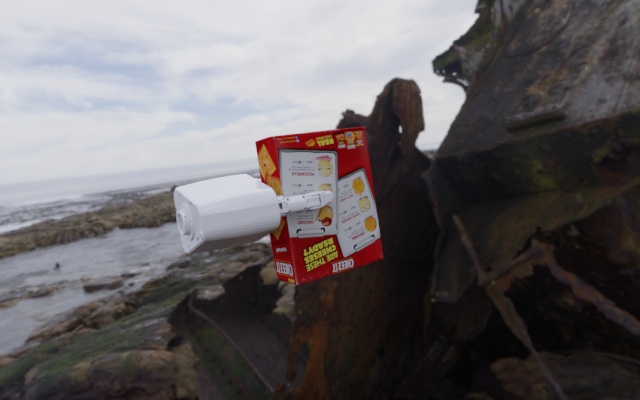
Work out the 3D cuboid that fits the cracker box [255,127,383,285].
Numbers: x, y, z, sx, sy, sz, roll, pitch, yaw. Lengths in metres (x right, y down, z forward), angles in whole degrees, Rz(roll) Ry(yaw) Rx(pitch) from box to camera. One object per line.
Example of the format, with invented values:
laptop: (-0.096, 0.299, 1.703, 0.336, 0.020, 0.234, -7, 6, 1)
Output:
cracker box: (0.000, 0.002, 0.732, 0.164, 0.214, 0.072, -12, 6, -31)
